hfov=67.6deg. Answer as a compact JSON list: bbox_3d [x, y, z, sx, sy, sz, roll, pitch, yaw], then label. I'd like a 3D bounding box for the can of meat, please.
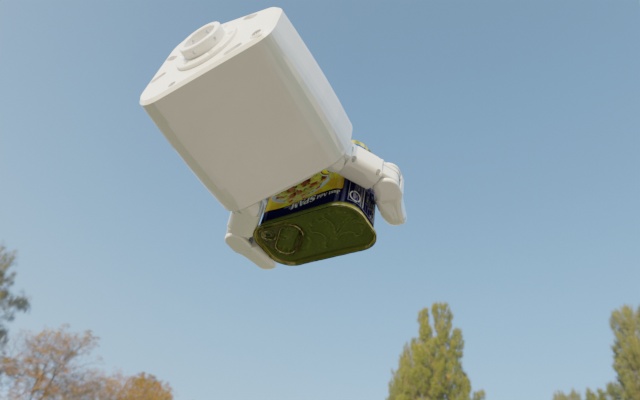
[{"bbox_3d":[0.000,0.001,0.418,0.102,0.084,0.057,-17,-50,27],"label":"can of meat"}]
